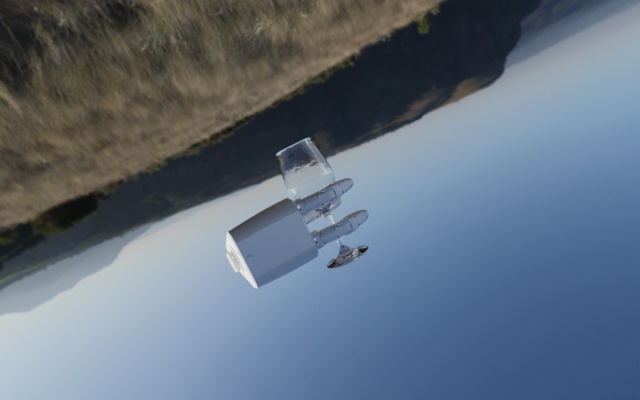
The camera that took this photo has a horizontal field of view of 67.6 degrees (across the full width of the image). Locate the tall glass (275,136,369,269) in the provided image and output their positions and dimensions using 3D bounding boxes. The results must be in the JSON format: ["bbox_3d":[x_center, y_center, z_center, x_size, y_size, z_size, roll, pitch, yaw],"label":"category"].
[{"bbox_3d":[0.001,0.003,0.753,0.079,0.201,0.079,-26,6,3],"label":"tall glass"}]
